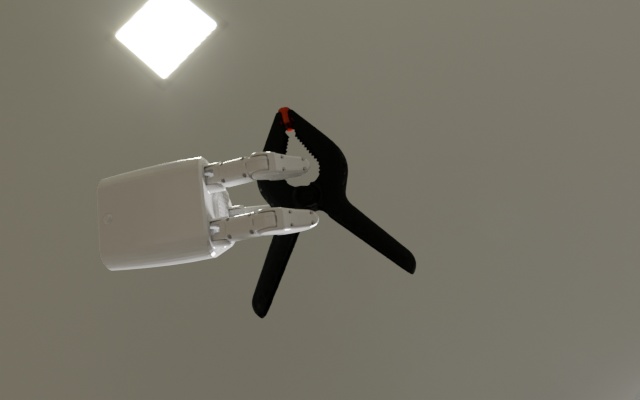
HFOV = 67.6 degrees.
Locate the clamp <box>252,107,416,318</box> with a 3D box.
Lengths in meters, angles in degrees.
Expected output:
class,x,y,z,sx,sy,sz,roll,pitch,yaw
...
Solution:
class,x,y,z,sx,sy,sz,roll,pitch,yaw
clamp,0.000,0.001,0.488,0.164,0.210,0.036,-9,-14,1
